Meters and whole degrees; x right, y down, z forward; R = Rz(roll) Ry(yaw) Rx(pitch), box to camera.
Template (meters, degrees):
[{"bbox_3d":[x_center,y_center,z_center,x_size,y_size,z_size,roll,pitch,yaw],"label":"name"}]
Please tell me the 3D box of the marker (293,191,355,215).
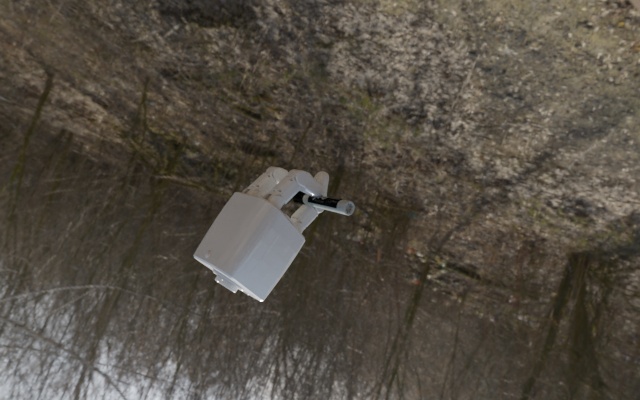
[{"bbox_3d":[0.000,0.002,0.661,0.020,0.020,0.121,0,8,-39],"label":"marker"}]
